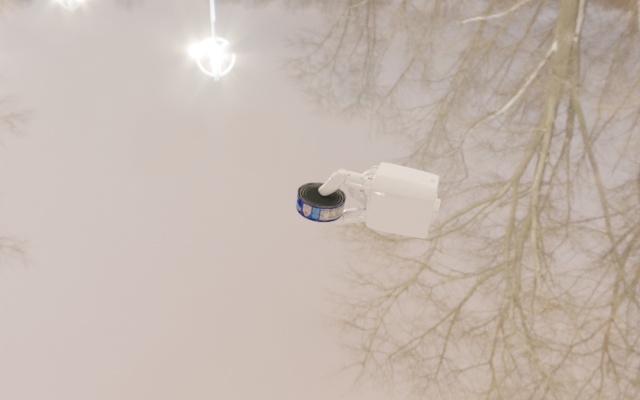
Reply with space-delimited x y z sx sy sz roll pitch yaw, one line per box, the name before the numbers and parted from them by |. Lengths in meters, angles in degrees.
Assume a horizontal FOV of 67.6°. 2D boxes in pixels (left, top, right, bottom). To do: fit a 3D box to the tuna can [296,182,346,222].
tuna can | 0.000 0.003 0.837 0.086 0.034 0.086 7 29 -4
